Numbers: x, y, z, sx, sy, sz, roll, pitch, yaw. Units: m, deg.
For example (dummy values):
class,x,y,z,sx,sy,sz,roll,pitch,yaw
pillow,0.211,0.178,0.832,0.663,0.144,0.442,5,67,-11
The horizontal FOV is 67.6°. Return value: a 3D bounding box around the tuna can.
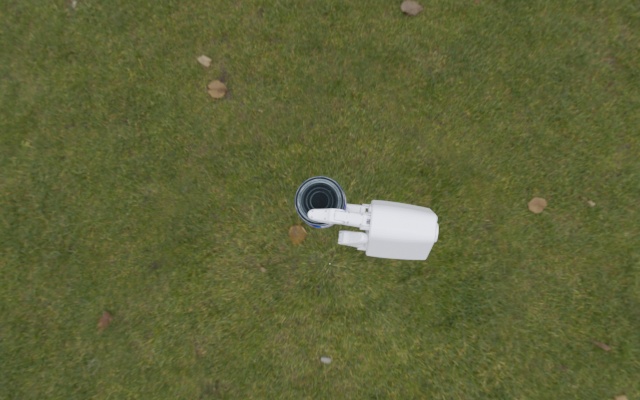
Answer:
class,x,y,z,sx,sy,sz,roll,pitch,yaw
tuna can,0.000,0.003,0.801,0.086,0.086,0.034,0,-8,7
